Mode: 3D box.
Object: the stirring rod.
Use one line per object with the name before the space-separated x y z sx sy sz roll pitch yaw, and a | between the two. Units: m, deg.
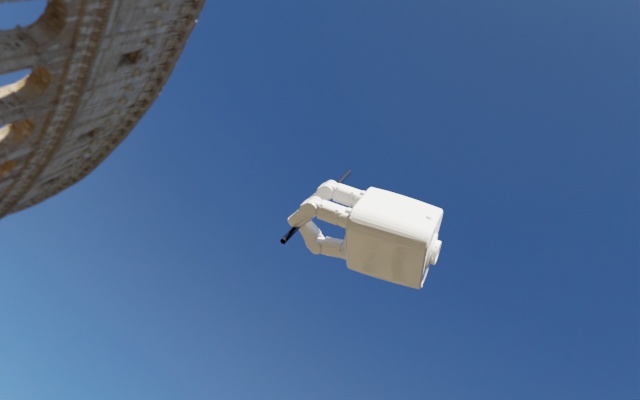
stirring rod | 0.000 0.002 0.729 0.011 0.011 0.239 0 26 27
